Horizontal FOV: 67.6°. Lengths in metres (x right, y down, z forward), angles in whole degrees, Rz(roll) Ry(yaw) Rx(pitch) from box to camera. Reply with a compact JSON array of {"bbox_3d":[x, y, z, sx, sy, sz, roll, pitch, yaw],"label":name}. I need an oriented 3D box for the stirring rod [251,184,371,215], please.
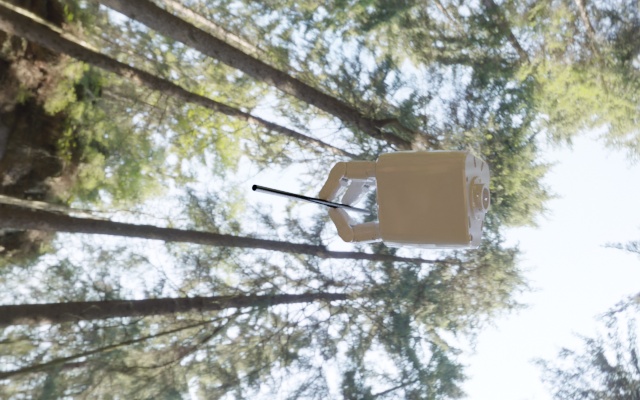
[{"bbox_3d":[0.000,0.002,0.598,0.011,0.011,0.239,0,-7,36],"label":"stirring rod"}]
